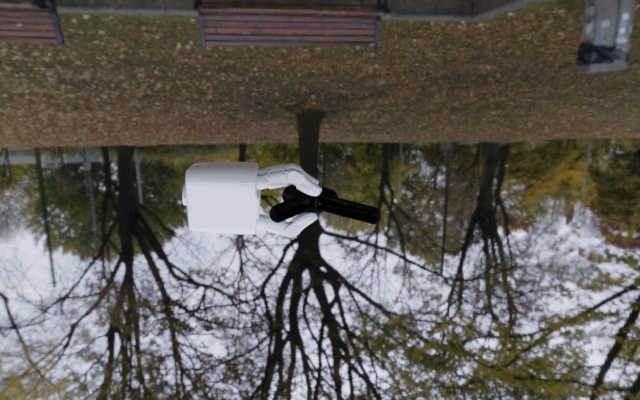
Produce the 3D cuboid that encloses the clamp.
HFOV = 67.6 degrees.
[{"bbox_3d":[0.000,0.003,0.772,0.164,0.036,0.210,4,12,-7],"label":"clamp"}]
